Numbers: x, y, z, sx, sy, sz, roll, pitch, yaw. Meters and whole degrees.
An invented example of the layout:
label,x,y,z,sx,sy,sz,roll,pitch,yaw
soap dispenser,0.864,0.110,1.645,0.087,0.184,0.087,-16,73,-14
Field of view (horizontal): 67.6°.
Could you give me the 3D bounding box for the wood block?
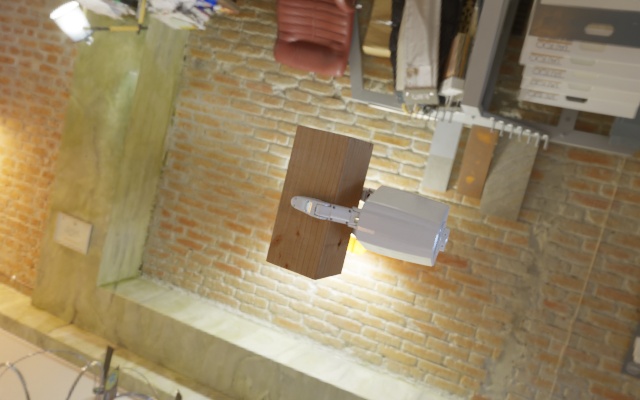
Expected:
label,x,y,z,sx,sy,sz,roll,pitch,yaw
wood block,0.000,0.003,0.712,0.090,0.206,0.091,17,6,28
